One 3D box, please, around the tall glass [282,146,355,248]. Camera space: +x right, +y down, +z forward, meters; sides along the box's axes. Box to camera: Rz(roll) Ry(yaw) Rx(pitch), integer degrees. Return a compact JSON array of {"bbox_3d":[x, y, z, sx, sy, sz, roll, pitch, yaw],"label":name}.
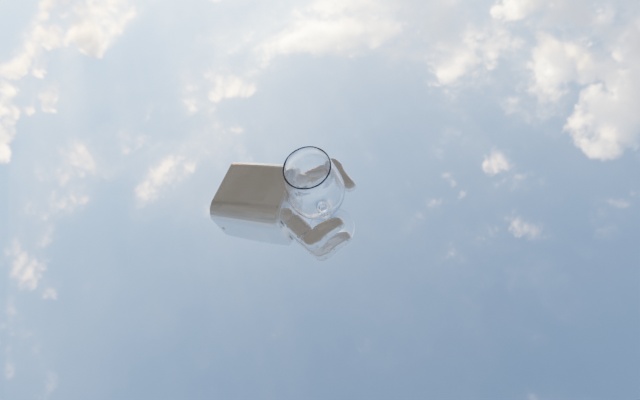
[{"bbox_3d":[0.000,0.002,0.674,0.079,0.079,0.201,0,-26,11],"label":"tall glass"}]
